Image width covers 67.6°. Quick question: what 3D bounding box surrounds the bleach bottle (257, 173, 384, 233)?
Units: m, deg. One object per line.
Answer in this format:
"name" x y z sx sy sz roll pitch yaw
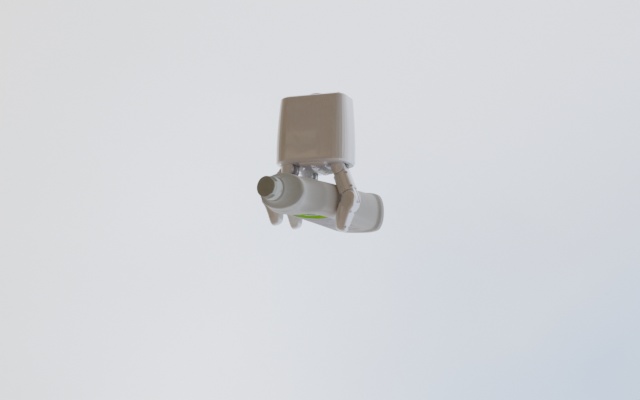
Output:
"bleach bottle" 0.000 0.002 0.715 0.102 0.068 0.251 -4 -12 30
